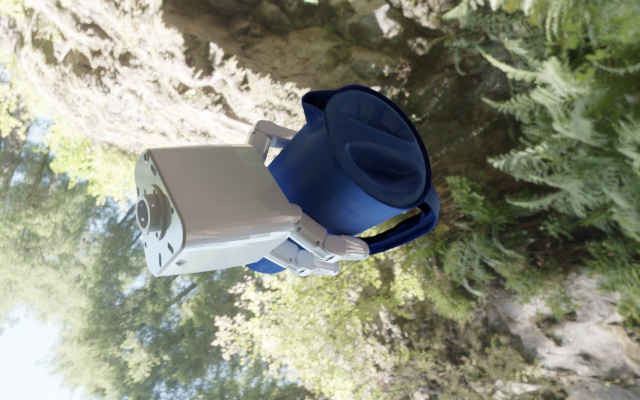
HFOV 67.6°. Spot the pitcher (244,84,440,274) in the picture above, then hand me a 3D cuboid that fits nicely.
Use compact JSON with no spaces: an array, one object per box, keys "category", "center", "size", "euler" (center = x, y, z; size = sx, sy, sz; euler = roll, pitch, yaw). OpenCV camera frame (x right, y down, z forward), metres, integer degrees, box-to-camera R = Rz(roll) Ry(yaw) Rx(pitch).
[{"category":"pitcher","center":[0.000,0.002,0.529],"size":[0.145,0.149,0.243],"euler":[-6,-21,-41]}]
